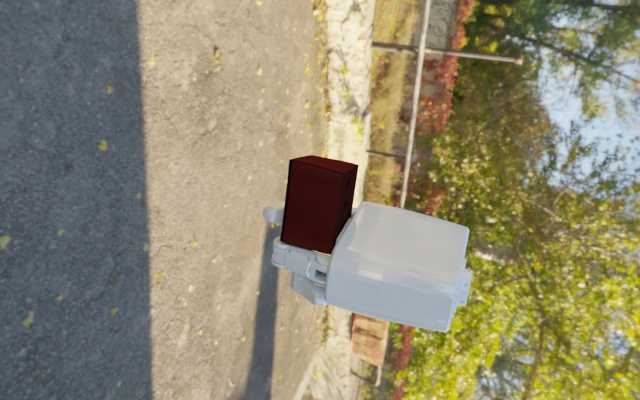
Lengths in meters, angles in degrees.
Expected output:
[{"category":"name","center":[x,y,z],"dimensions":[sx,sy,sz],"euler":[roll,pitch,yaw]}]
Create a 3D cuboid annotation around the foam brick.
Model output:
[{"category":"foam brick","center":[0.000,0.001,0.440],"dimensions":[0.051,0.078,0.053],"euler":[13,16,18]}]
